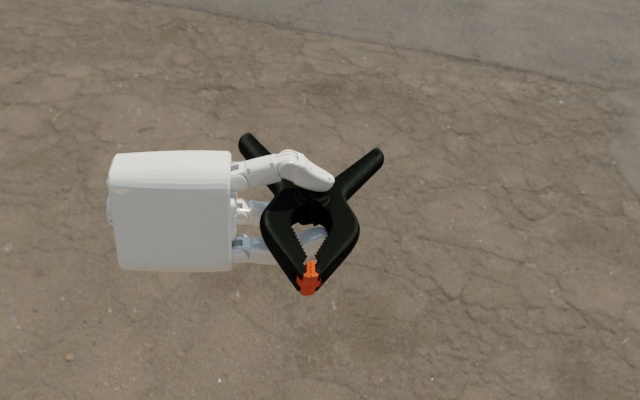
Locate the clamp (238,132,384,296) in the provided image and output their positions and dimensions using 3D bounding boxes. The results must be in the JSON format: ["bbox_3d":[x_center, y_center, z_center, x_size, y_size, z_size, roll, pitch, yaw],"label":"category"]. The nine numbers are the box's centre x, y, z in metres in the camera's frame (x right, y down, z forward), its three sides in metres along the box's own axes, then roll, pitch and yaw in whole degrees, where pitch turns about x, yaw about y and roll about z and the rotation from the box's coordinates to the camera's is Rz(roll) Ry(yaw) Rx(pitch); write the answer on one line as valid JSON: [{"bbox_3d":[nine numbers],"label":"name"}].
[{"bbox_3d":[0.000,0.001,0.479,0.164,0.036,0.209,0,43,-10],"label":"clamp"}]
